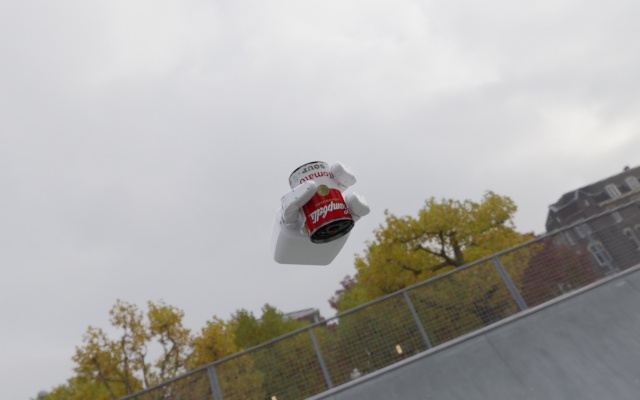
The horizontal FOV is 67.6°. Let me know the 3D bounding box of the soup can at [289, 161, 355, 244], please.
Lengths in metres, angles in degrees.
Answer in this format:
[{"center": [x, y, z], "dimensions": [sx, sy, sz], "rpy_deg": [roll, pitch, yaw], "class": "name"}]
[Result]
[{"center": [0.000, 0.002, 0.694], "dimensions": [0.068, 0.102, 0.068], "rpy_deg": [-18, -27, -9], "class": "soup can"}]
